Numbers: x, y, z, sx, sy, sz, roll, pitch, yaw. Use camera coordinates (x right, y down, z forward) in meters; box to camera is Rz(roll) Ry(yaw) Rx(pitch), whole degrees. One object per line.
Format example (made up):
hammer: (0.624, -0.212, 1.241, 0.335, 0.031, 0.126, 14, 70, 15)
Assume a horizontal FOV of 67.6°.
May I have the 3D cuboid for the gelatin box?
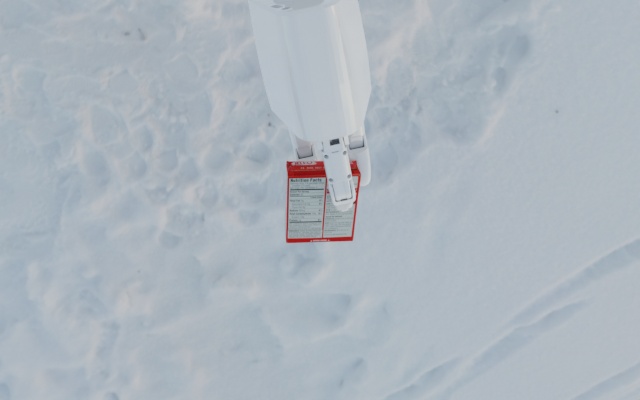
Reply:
gelatin box: (0.000, 0.002, 0.494, 0.073, 0.089, 0.030, -2, 35, -8)
